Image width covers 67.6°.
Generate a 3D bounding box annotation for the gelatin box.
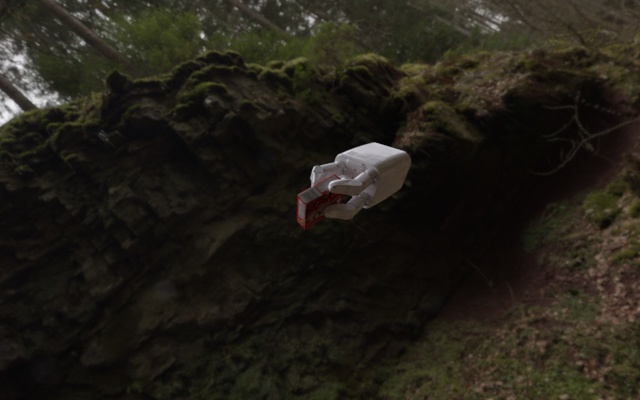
[{"bbox_3d":[0.000,0.003,0.860,0.089,0.073,0.030,-30,58,-26],"label":"gelatin box"}]
